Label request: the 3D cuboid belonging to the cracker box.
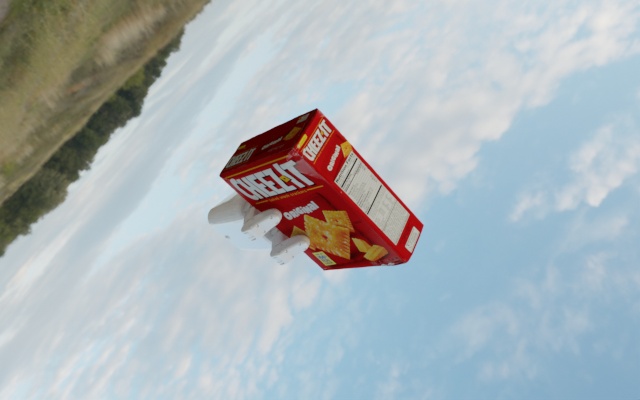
[{"bbox_3d":[0.000,0.002,0.608,0.214,0.072,0.164,44,-34,-26],"label":"cracker box"}]
